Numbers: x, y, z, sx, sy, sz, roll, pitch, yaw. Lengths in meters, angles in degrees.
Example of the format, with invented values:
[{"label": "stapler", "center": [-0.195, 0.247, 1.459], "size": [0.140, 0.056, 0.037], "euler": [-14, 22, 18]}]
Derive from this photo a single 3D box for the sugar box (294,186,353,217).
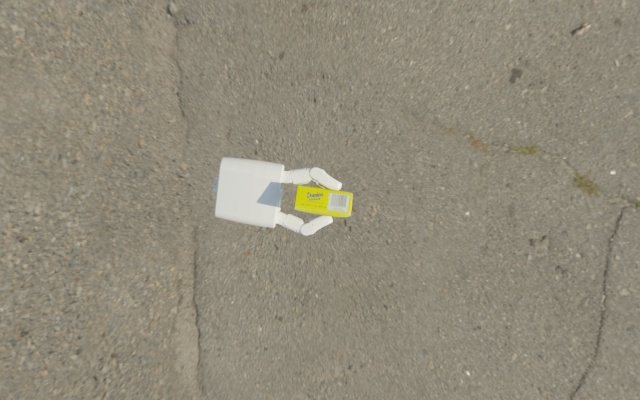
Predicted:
[{"label": "sugar box", "center": [0.000, 0.002, 0.849], "size": [0.093, 0.048, 0.176], "euler": [9, 1, -4]}]
